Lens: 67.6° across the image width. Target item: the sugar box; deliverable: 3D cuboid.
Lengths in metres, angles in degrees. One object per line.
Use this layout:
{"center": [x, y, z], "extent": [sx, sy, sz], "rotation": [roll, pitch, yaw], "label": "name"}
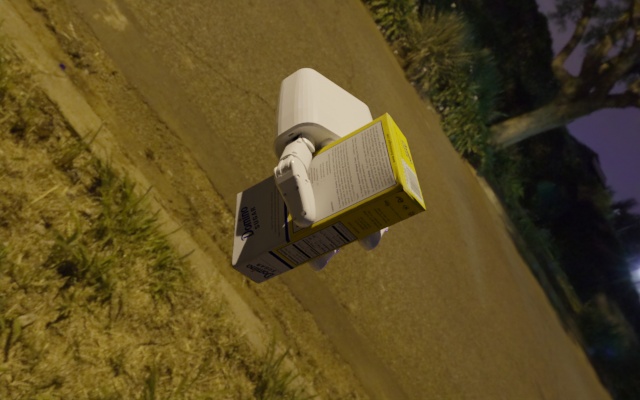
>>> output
{"center": [0.000, 0.002, 0.438], "extent": [0.176, 0.093, 0.048], "rotation": [-28, -46, 24], "label": "sugar box"}
